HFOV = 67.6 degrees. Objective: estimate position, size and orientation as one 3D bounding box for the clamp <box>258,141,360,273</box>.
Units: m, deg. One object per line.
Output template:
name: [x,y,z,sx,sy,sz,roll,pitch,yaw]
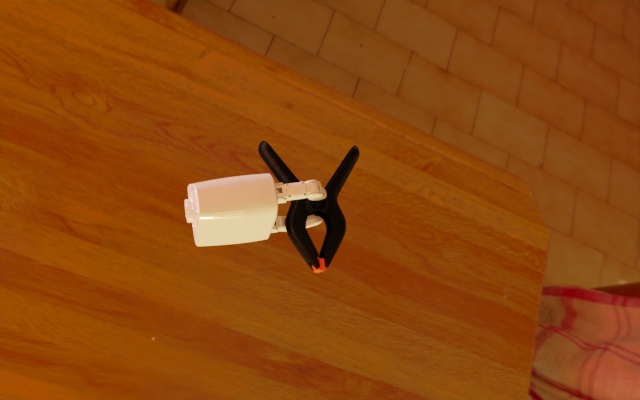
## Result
clamp: [0.000,0.003,0.732,0.164,0.210,0.036,-7,-13,-20]
